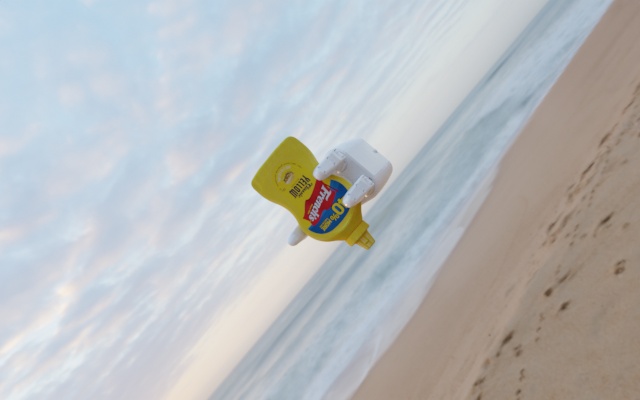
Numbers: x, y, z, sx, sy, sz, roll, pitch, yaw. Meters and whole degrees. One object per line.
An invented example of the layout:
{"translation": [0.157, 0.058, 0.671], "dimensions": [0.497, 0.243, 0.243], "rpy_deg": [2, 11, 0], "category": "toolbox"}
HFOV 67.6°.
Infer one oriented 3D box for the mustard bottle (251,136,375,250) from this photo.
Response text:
{"translation": [0.000, 0.002, 0.683], "dimensions": [0.191, 0.096, 0.058], "rpy_deg": [40, 5, 5], "category": "mustard bottle"}
